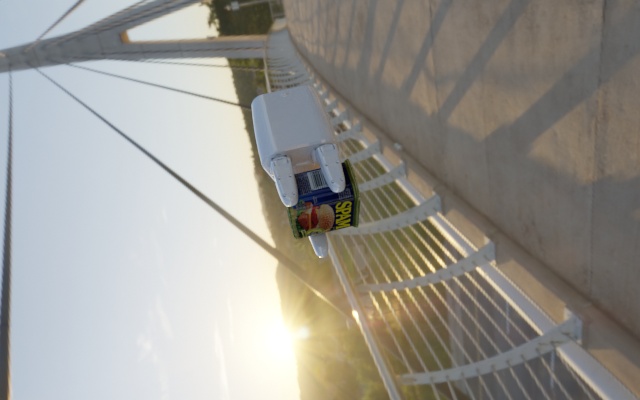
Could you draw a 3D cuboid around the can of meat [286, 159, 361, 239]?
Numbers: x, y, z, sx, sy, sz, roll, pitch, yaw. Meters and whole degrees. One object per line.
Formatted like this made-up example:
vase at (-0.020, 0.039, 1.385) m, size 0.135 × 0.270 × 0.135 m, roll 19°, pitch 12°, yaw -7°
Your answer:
can of meat at (0.000, 0.002, 0.584) m, size 0.084 × 0.057 × 0.102 m, roll -13°, pitch -28°, yaw -5°
